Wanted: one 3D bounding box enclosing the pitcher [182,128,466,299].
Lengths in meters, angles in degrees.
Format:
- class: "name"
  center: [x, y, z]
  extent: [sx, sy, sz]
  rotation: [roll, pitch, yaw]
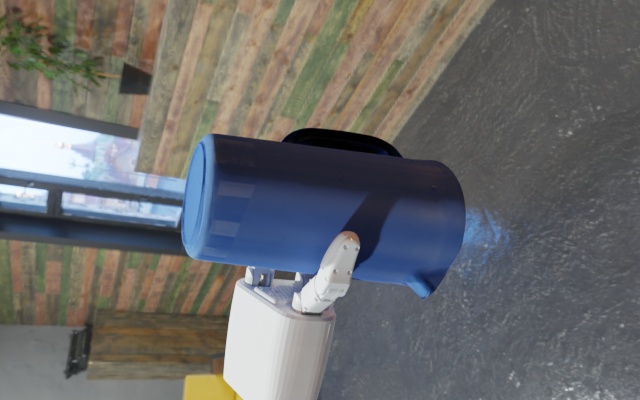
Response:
- class: "pitcher"
  center: [0.000, 0.002, 0.455]
  extent: [0.243, 0.145, 0.149]
  rotation: [8, 8, -24]
